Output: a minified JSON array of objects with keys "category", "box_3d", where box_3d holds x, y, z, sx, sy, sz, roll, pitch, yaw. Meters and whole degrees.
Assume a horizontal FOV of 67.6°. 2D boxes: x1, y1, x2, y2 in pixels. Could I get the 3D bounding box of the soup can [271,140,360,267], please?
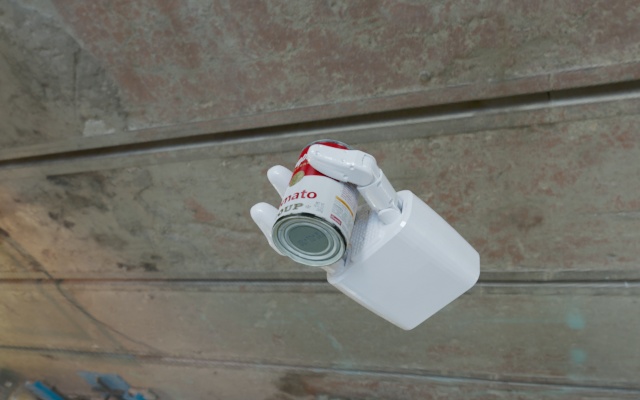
[{"category":"soup can","box_3d":[0.000,0.001,0.440,0.068,0.069,0.102,0,44,17]}]
